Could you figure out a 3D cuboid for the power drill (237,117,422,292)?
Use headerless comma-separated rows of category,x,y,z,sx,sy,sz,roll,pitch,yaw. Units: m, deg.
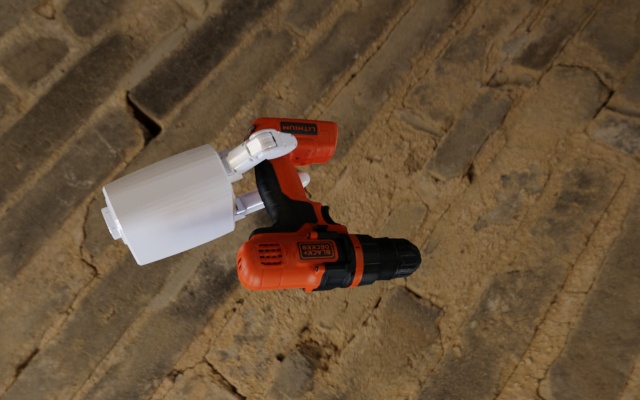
power drill,0.000,0.001,0.489,0.184,0.187,0.057,1,-36,-22
